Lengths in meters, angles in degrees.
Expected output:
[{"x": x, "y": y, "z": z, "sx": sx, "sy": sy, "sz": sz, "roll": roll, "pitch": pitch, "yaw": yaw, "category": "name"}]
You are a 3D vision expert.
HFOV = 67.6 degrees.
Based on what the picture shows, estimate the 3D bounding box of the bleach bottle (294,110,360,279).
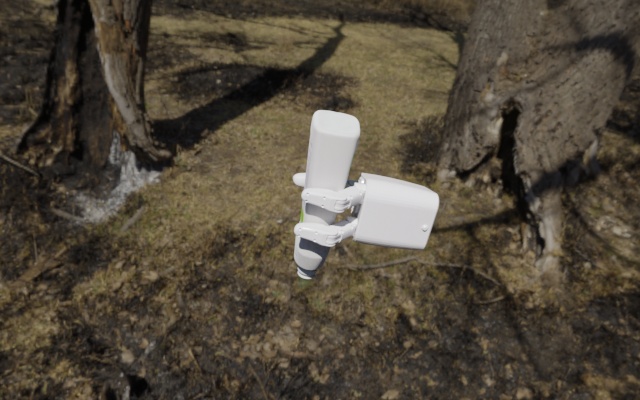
[{"x": 0.000, "y": 0.002, "z": 0.708, "sx": 0.068, "sy": 0.251, "sz": 0.102, "roll": 10, "pitch": 27, "yaw": -3, "category": "bleach bottle"}]
